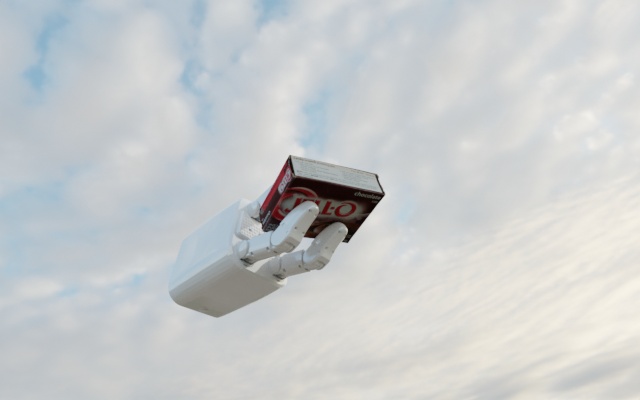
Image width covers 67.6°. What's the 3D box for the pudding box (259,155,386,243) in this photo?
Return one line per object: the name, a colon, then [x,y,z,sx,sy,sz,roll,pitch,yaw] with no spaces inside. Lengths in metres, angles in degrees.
pudding box: [0.000,0.002,0.527,0.113,0.039,0.090,8,-44,-27]
